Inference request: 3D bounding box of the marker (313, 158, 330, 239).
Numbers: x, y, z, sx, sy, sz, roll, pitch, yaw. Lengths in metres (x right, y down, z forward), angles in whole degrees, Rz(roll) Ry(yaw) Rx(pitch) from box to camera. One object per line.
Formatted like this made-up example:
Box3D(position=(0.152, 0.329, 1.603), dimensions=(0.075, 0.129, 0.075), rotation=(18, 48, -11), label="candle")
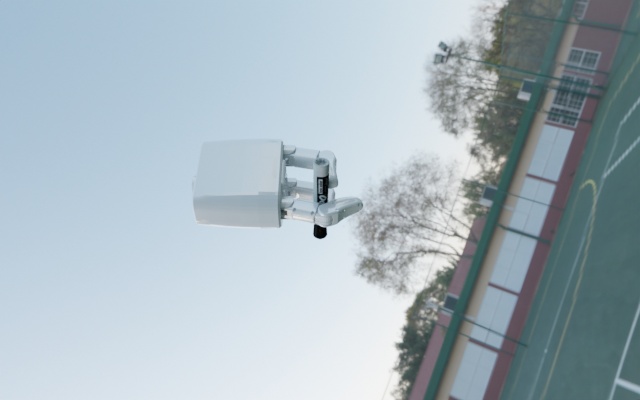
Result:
Box3D(position=(0.000, 0.002, 0.584), dimensions=(0.020, 0.121, 0.020), rotation=(1, 41, -1), label="marker")
